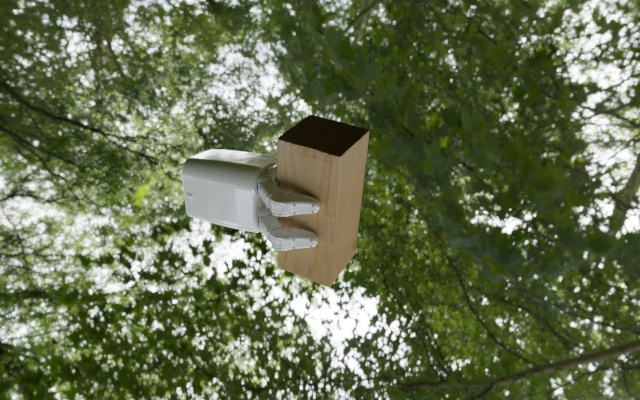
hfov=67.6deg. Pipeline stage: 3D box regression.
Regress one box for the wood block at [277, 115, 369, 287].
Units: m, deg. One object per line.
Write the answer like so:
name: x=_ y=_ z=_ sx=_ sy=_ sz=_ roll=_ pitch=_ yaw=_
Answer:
wood block: x=0.000 y=0.002 z=0.653 sx=0.090 sy=0.206 sz=0.090 roll=18 pitch=37 yaw=21
